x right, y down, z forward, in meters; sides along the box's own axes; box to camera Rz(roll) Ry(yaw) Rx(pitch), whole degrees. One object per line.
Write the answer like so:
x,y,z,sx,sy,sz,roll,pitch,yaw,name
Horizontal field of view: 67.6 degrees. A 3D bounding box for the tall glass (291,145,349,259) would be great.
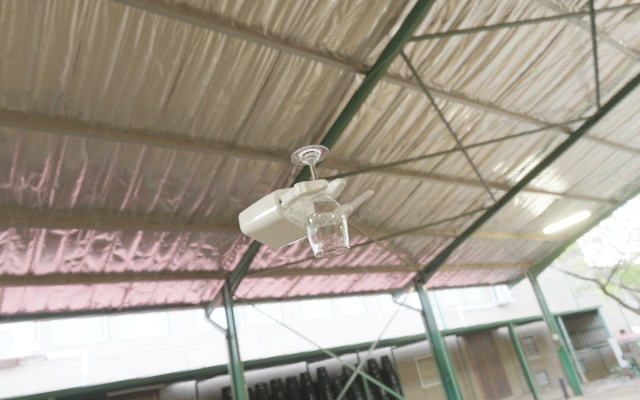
0.000,0.002,0.880,0.079,0.201,0.079,-12,-22,-5,tall glass
